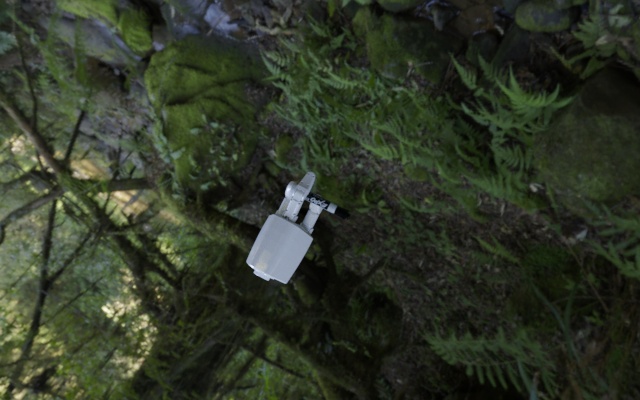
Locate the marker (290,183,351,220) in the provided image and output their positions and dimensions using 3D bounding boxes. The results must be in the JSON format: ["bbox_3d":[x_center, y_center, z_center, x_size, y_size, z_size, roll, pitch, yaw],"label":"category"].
[{"bbox_3d":[0.000,0.003,0.886,0.121,0.020,0.020,27,5,10],"label":"marker"}]
